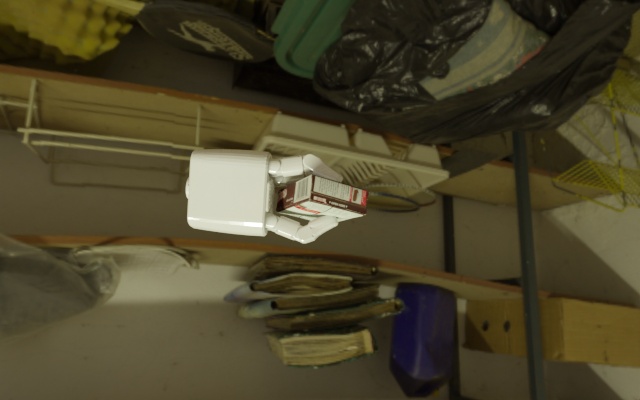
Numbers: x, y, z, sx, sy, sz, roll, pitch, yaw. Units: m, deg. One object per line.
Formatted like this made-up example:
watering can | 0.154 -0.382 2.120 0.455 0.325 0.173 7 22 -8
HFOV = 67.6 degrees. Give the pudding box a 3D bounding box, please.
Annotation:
pudding box | 0.000 0.002 0.667 0.090 0.039 0.113 14 -14 -25
